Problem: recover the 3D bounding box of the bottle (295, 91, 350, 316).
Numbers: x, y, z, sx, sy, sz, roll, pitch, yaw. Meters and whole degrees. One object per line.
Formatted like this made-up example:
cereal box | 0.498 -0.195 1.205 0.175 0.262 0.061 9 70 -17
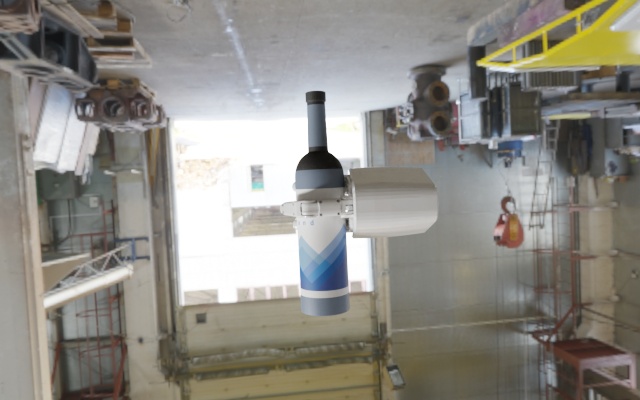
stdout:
bottle | 0.000 0.002 0.645 0.069 0.296 0.069 -3 2 0
